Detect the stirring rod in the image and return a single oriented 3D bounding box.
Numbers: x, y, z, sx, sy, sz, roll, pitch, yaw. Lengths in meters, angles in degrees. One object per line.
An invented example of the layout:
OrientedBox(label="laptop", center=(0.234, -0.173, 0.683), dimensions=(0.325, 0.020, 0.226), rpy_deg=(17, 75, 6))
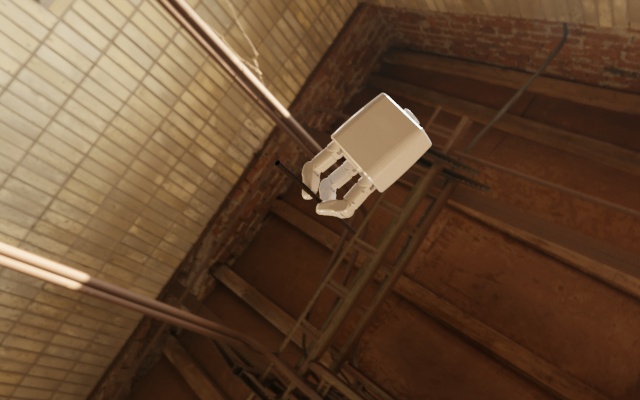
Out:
OrientedBox(label="stirring rod", center=(0.000, 0.002, 0.736), dimensions=(0.011, 0.011, 0.240), rpy_deg=(0, -26, 33))
